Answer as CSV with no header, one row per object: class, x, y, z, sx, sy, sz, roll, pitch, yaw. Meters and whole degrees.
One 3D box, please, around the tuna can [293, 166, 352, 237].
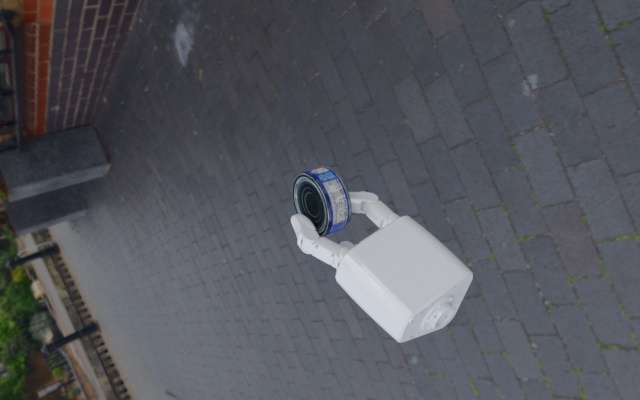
tuna can,0.000,0.002,0.599,0.034,0.086,0.086,-18,9,-30
